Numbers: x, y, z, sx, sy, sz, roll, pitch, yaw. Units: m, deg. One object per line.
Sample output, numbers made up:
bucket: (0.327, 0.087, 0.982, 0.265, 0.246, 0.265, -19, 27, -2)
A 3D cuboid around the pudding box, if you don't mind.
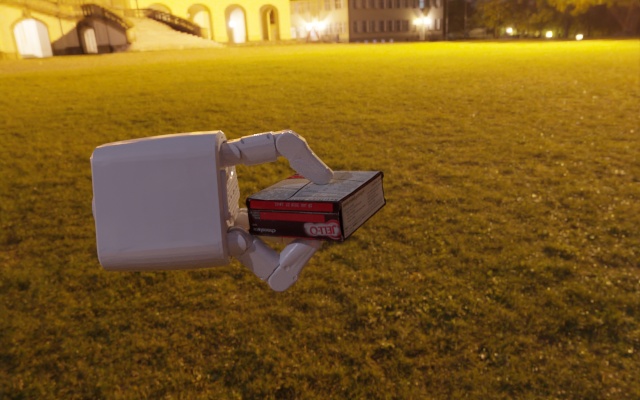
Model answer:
pudding box: (0.000, 0.001, 0.434, 0.090, 0.039, 0.113, 3, 19, 26)
